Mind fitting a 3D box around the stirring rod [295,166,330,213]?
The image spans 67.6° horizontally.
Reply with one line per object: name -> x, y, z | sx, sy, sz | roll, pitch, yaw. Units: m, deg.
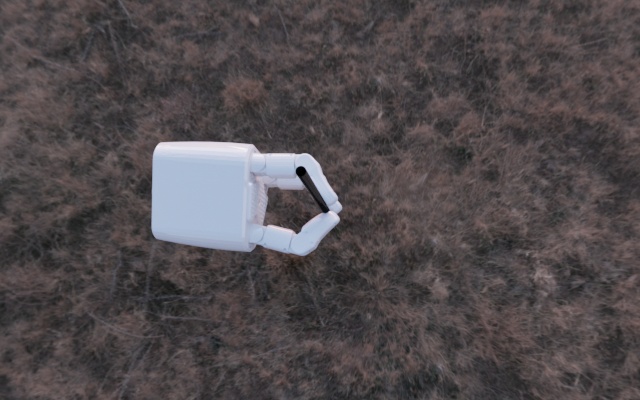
stirring rod -> 0.000, 0.002, 0.462 | 0.011, 0.011, 0.239 | 0, -11, 7
